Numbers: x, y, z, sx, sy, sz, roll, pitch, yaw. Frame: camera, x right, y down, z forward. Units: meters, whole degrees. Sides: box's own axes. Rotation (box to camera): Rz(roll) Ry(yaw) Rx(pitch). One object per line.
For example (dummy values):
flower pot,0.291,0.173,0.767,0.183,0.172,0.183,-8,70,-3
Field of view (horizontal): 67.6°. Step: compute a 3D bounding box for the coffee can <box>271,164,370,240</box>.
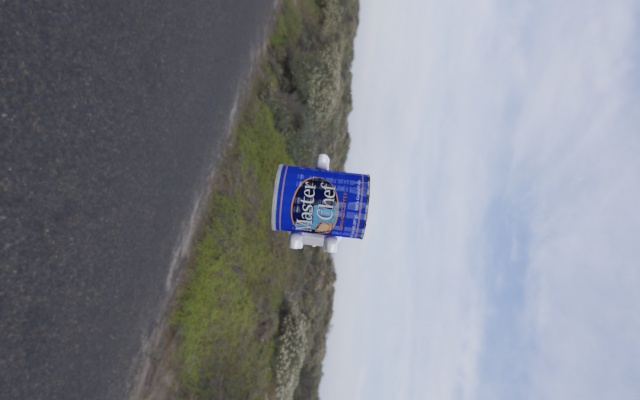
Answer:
coffee can,0.000,0.002,0.737,0.140,0.103,0.103,6,0,0
